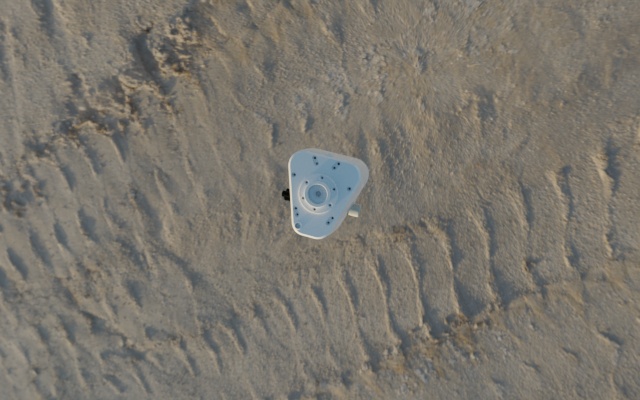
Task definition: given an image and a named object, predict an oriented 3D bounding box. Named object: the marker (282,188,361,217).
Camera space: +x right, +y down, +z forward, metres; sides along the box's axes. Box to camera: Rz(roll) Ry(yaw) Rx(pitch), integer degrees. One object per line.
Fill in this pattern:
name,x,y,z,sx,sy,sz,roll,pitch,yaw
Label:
marker,0.000,0.002,0.721,0.121,0.020,0.020,13,2,8
